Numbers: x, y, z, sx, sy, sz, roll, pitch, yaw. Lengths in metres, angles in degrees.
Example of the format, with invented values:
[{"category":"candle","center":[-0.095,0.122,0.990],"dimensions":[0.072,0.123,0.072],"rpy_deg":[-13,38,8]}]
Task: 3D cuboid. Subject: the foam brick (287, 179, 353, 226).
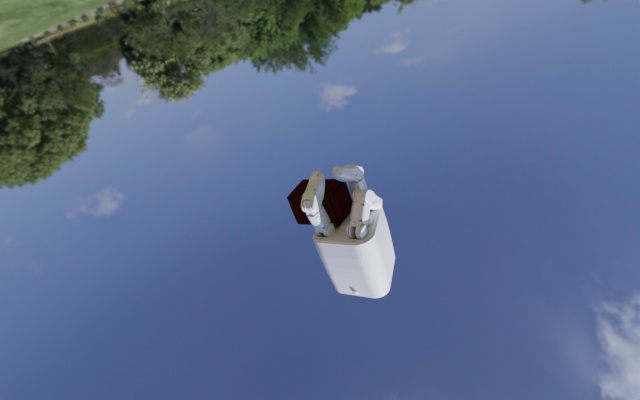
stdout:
[{"category":"foam brick","center":[0.000,0.002,0.711],"dimensions":[0.078,0.051,0.053],"rpy_deg":[1,35,36]}]
